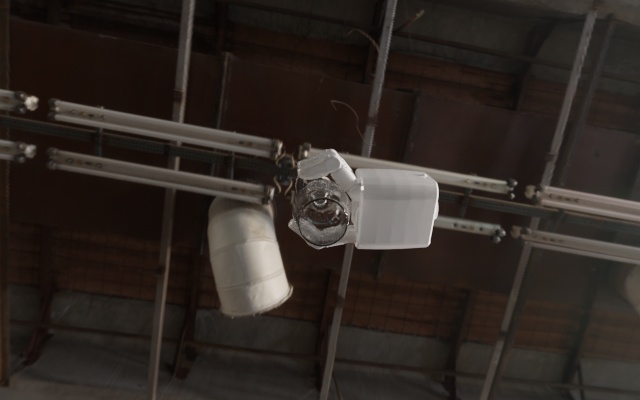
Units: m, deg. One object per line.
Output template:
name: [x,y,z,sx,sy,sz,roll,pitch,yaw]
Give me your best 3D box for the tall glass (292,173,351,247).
tall glass: [0.000,0.002,0.675,0.079,0.079,0.201,0,15,-2]
